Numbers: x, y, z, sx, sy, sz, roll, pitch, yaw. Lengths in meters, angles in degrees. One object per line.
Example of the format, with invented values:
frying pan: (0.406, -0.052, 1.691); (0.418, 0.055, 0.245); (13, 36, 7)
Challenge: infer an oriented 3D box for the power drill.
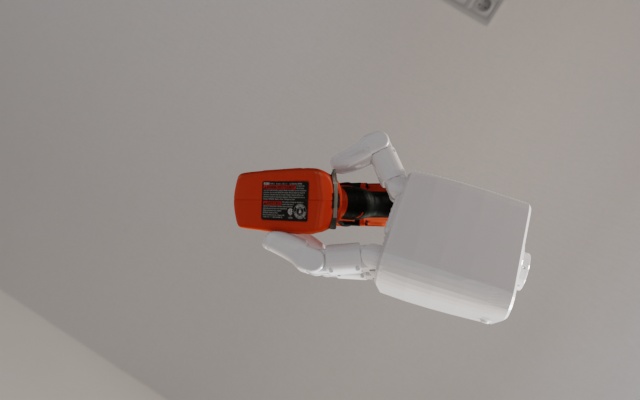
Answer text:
power drill: (0.000, 0.002, 0.501); (0.184, 0.057, 0.187); (-2, -1, 34)
